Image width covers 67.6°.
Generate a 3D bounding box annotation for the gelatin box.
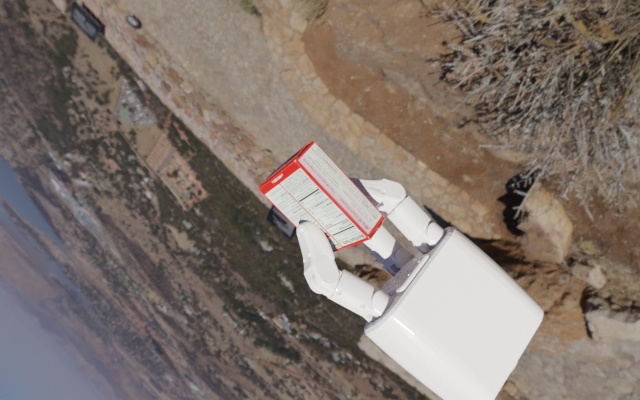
[{"bbox_3d":[0.000,0.001,0.401,0.030,0.089,0.073,-51,11,-32],"label":"gelatin box"}]
